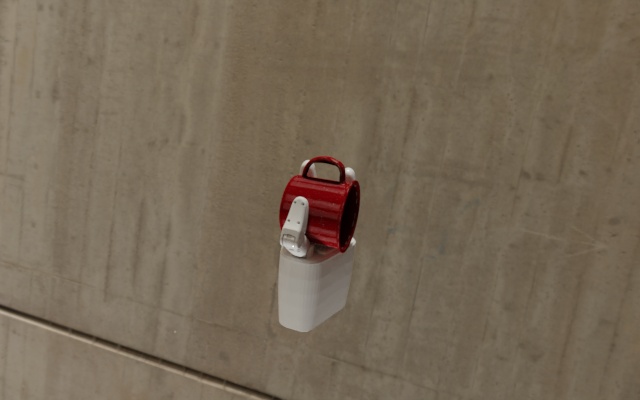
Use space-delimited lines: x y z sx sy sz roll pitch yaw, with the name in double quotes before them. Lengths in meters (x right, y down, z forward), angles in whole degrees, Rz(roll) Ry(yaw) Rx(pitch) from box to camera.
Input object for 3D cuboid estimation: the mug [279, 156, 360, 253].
"mug" 0.000 0.001 0.601 0.081 0.117 0.093 11 20 16
